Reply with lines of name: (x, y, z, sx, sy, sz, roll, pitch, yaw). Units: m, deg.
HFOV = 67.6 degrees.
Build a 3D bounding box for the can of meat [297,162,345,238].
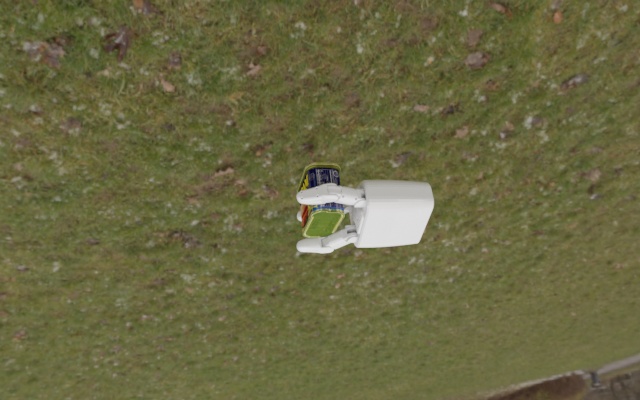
can of meat: (0.000, 0.003, 0.752, 0.057, 0.084, 0.102, 1, -28, -14)
